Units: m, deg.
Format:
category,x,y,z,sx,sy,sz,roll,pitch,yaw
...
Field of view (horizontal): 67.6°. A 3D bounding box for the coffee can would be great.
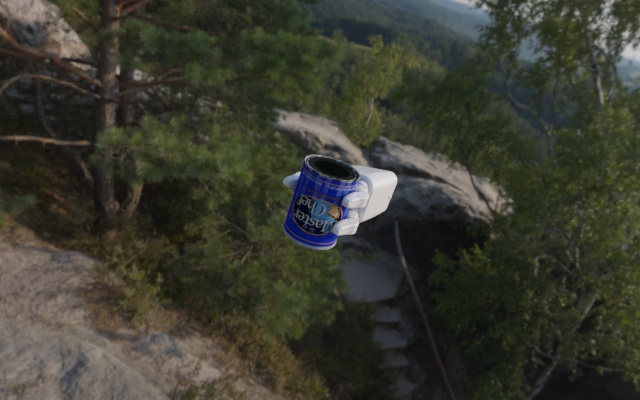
category,x,y,z,sx,sy,sz,roll,pitch,yaw
coffee can,0.000,0.003,0.854,0.103,0.140,0.102,16,24,-7
